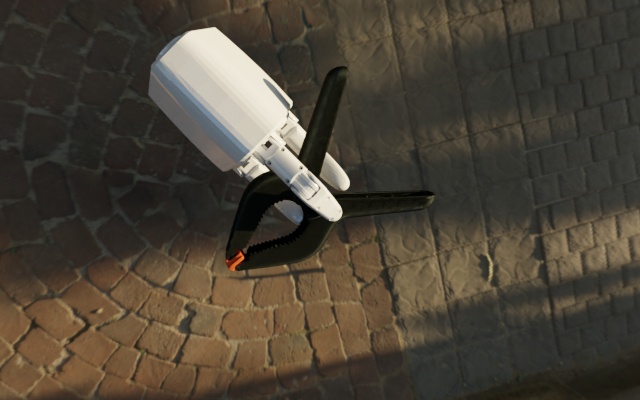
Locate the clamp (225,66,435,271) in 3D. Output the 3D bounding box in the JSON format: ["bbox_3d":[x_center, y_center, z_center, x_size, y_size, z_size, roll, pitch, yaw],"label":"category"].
[{"bbox_3d":[0.000,0.002,0.461,0.164,0.210,0.036,45,1,-15],"label":"clamp"}]
